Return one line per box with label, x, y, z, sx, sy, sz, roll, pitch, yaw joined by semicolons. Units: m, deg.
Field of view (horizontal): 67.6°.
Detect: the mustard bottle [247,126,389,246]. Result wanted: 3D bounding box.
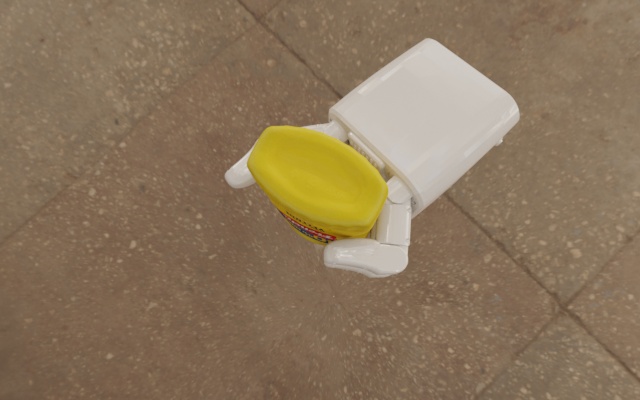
mustard bottle;0.000;0.002;0.402;0.096;0.058;0.192;25;-9;6
